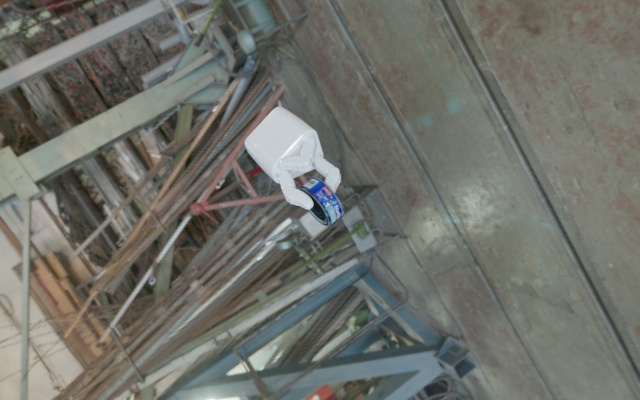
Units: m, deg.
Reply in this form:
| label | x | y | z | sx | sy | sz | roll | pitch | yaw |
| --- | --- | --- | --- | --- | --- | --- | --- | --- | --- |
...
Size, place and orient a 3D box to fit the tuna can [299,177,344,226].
| label | x | y | z | sx | sy | sz | roll | pitch | yaw |
| --- | --- | --- | --- | --- | --- | --- | --- | --- | --- |
| tuna can | 0.000 | 0.003 | 0.843 | 0.033 | 0.086 | 0.086 | -38 | 13 | -18 |
